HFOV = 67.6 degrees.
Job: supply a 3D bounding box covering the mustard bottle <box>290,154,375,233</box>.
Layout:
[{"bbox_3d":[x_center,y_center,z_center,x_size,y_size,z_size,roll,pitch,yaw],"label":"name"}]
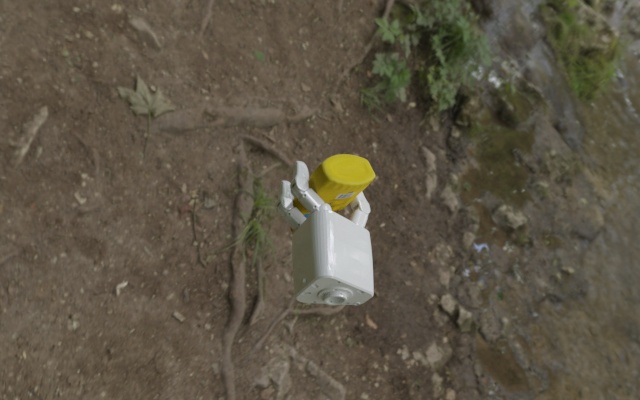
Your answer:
[{"bbox_3d":[0.000,0.002,0.772,0.096,0.058,0.192,-9,-27,-37],"label":"mustard bottle"}]
